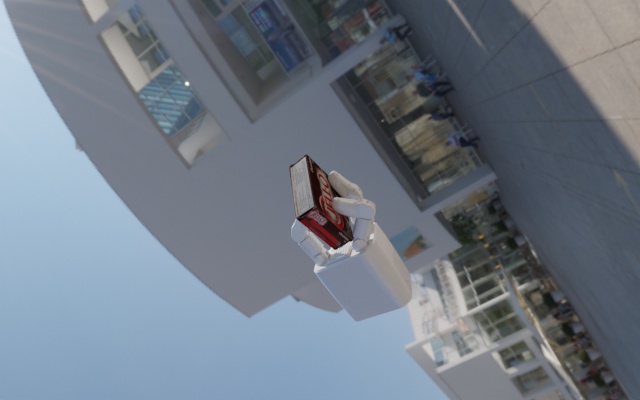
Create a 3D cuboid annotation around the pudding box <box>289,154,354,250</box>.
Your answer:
[{"bbox_3d":[0.000,0.002,0.674,0.039,0.113,0.090,-33,-50,17],"label":"pudding box"}]
